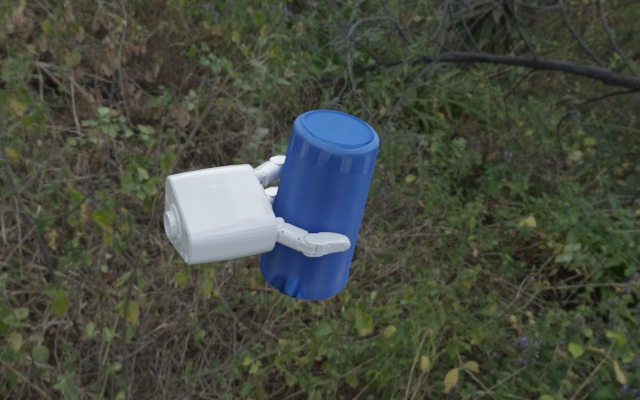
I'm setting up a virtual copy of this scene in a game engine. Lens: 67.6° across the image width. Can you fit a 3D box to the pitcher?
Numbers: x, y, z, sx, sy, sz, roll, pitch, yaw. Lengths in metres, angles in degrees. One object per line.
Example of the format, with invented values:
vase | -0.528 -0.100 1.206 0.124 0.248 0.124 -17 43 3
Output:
pitcher | 0.000 0.002 0.653 0.145 0.243 0.149 -8 40 -29
